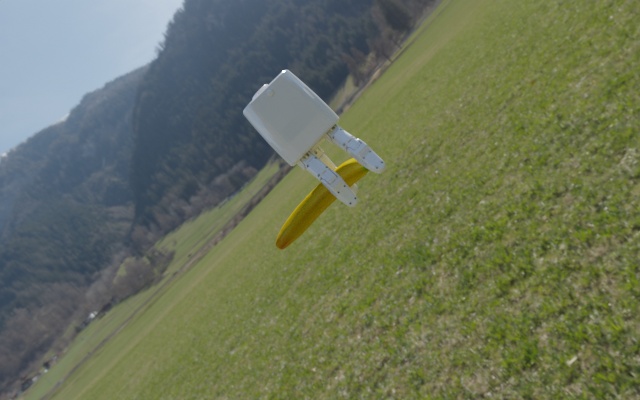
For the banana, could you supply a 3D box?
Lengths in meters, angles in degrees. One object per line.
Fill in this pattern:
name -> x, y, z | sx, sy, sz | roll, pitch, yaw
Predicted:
banana -> 0.004, -0.004, 0.721 | 0.198, 0.037, 0.069 | -43, 6, 13
